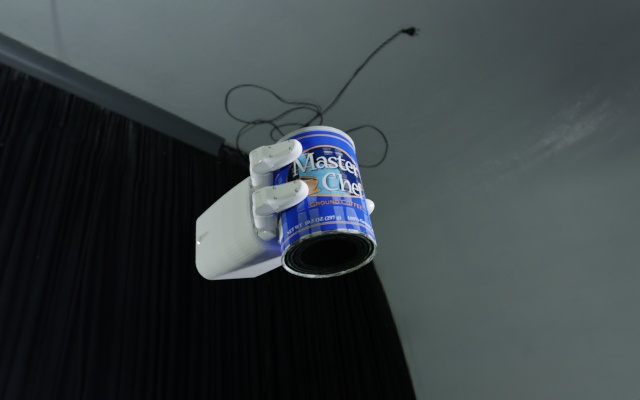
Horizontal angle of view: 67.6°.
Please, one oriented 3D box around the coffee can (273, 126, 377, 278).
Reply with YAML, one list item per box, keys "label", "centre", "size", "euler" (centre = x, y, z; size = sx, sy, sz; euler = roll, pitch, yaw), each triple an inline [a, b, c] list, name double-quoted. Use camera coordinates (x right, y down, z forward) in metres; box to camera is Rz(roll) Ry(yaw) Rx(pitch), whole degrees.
- label: "coffee can"
  centre: [0.000, 0.002, 0.541]
  size: [0.103, 0.140, 0.103]
  euler: [-6, -34, -4]
